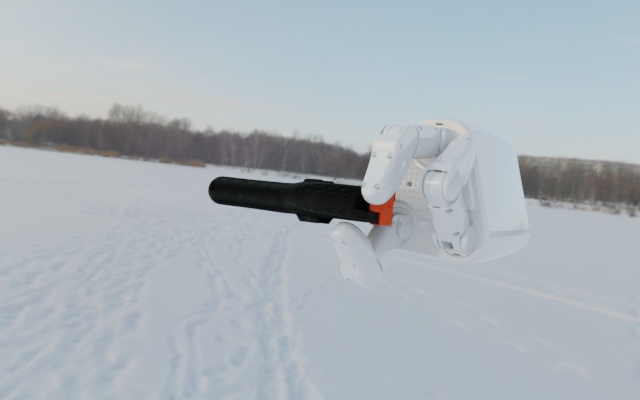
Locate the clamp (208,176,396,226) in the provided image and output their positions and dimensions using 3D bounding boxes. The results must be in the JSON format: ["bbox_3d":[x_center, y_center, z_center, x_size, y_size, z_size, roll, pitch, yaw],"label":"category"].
[{"bbox_3d":[0.000,0.001,0.404,0.171,0.039,0.120,8,5,41],"label":"clamp"}]
